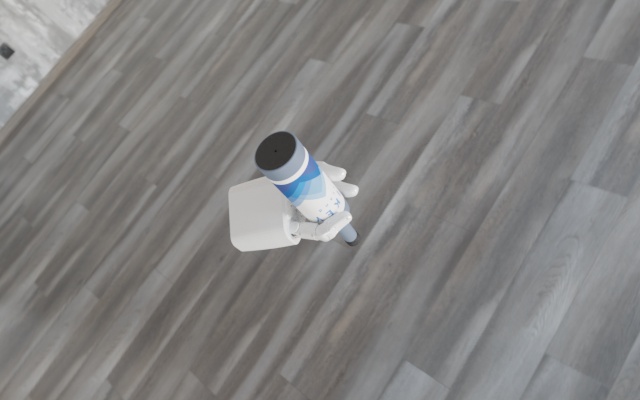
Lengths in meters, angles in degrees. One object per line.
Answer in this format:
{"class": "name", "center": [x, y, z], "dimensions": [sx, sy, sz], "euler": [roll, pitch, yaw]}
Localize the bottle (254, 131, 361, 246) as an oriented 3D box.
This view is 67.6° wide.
{"class": "bottle", "center": [0.000, 0.002, 0.752], "dimensions": [0.069, 0.069, 0.296], "euler": [0, -28, 28]}
